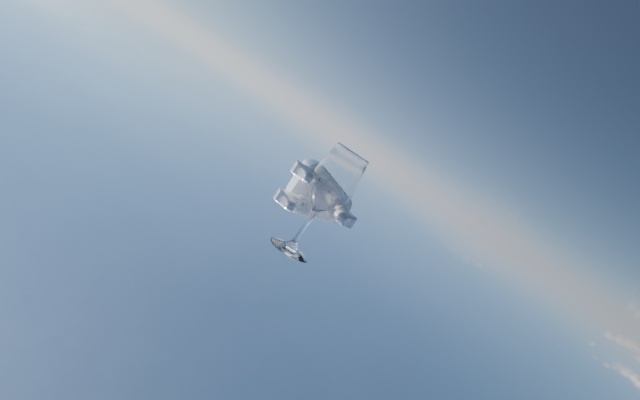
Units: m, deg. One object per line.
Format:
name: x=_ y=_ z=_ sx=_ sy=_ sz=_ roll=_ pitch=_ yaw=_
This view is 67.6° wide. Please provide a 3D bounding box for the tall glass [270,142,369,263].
tall glass: x=0.000 y=0.003 z=0.801 sx=0.079 sy=0.201 sz=0.079 roll=33 pitch=8 yaw=-5
